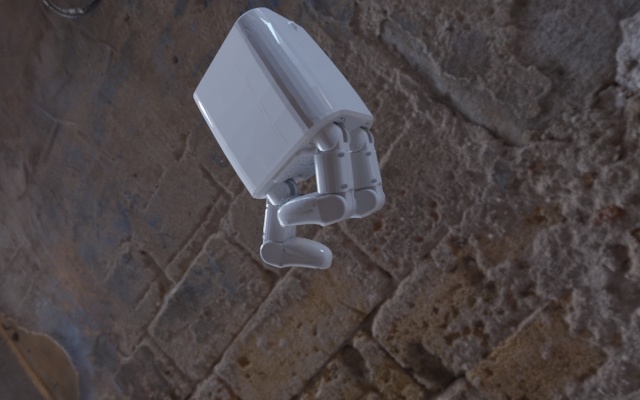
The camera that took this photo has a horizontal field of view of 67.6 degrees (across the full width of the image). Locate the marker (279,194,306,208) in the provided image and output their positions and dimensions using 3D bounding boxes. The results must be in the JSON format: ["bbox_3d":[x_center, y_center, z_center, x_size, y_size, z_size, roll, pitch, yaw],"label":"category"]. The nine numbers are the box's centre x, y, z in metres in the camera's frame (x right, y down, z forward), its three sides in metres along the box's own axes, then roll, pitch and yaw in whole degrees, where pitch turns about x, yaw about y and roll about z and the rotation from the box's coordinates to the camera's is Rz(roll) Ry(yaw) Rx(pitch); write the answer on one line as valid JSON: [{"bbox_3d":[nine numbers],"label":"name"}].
[{"bbox_3d":[0.000,0.001,0.426,0.020,0.020,0.121,0,4,24],"label":"marker"}]
